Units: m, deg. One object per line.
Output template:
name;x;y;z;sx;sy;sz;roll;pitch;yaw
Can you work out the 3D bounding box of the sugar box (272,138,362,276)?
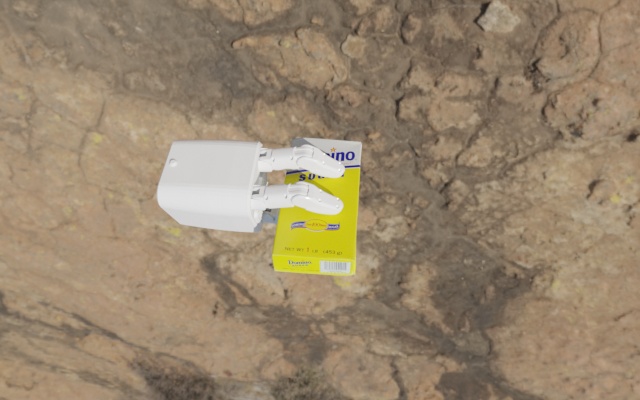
sugar box;0.000;0.002;0.575;0.093;0.176;0.048;4;-34;2
